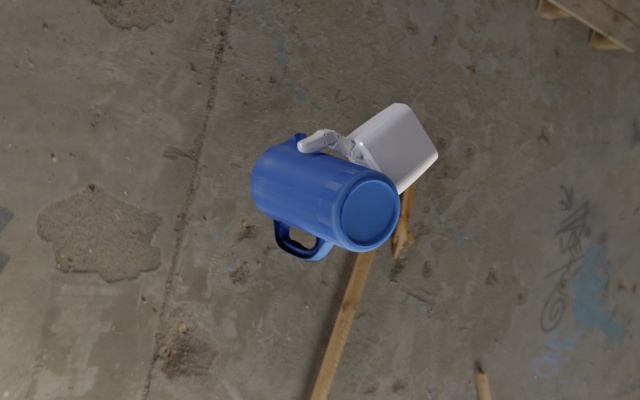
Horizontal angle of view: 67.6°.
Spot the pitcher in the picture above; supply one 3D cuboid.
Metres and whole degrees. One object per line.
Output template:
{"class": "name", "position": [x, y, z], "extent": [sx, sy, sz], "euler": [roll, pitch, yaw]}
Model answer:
{"class": "pitcher", "position": [0.000, 0.002, 0.702], "extent": [0.145, 0.149, 0.242], "euler": [-39, 28, -17]}
